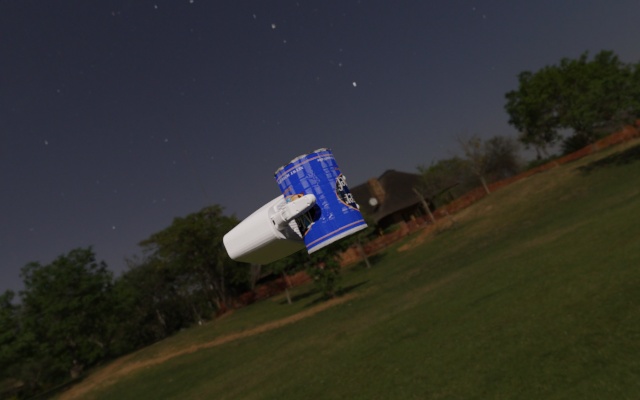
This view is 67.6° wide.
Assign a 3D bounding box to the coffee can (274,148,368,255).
[{"bbox_3d":[0.000,0.003,0.764,0.103,0.140,0.103,-24,-8,-4],"label":"coffee can"}]
